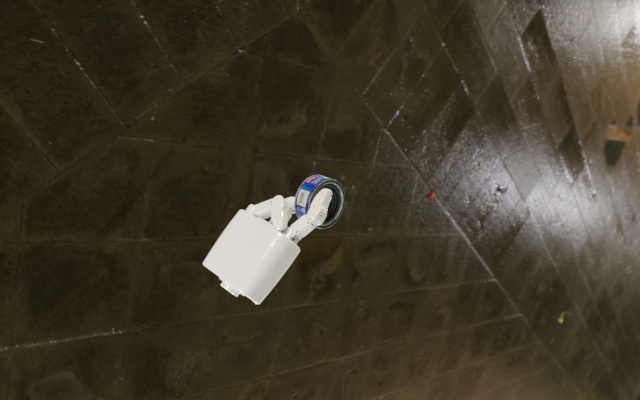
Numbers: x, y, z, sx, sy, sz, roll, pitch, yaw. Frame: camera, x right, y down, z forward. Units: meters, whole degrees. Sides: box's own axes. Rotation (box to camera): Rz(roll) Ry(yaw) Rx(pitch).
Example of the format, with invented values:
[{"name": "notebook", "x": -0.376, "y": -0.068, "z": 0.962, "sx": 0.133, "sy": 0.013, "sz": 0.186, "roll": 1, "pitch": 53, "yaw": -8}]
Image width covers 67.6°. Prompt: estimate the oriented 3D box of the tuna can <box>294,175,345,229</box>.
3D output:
[{"name": "tuna can", "x": 0.001, "y": 0.003, "z": 0.781, "sx": 0.086, "sy": 0.086, "sz": 0.033, "roll": 0, "pitch": 13, "yaw": -44}]
